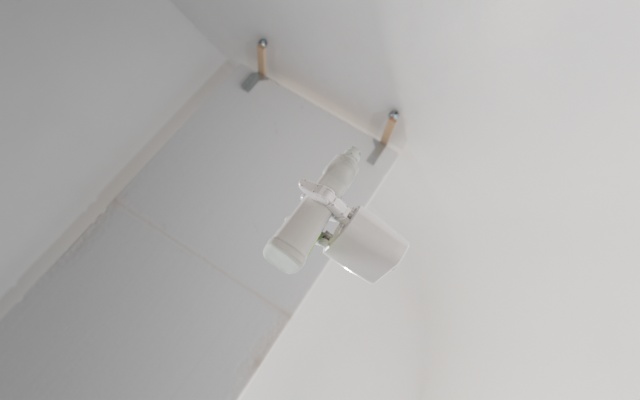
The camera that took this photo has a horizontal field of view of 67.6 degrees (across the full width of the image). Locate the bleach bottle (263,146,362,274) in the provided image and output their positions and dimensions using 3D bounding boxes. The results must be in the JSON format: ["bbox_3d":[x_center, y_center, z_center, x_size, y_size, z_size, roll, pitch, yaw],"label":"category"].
[{"bbox_3d":[0.000,0.003,0.811,0.068,0.250,0.102,35,-24,-2],"label":"bleach bottle"}]
